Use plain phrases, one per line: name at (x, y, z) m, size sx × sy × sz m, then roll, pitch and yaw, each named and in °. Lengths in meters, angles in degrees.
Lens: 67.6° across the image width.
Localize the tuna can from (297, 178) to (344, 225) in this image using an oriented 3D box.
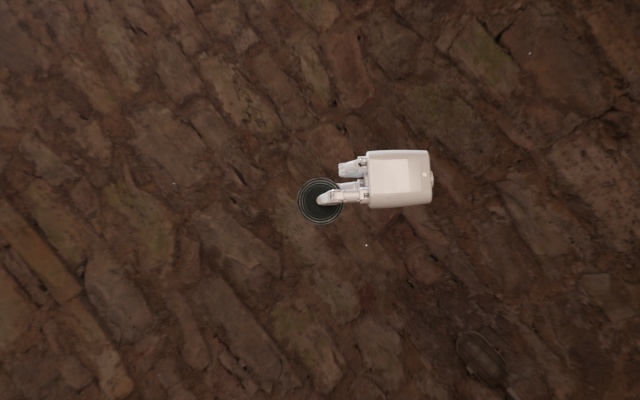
tuna can at (0.000, 0.003, 0.872) m, size 0.086 × 0.086 × 0.034 m, roll 0°, pitch -5°, yaw 0°
